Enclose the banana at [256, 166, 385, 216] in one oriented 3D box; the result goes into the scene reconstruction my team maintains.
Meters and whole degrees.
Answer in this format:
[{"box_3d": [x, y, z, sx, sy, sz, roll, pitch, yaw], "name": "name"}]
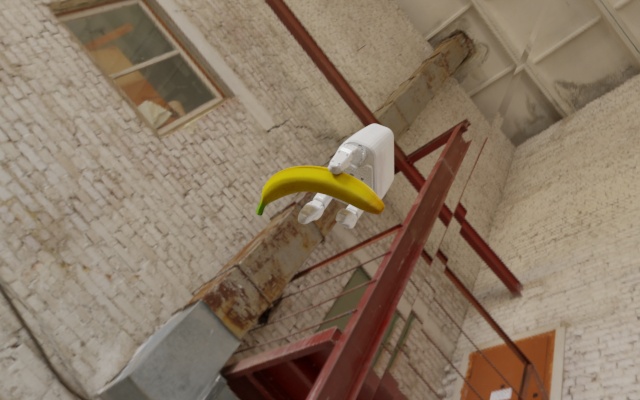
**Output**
[{"box_3d": [-0.006, -0.015, 0.670, 0.198, 0.070, 0.037, -1, 18, 26], "name": "banana"}]
